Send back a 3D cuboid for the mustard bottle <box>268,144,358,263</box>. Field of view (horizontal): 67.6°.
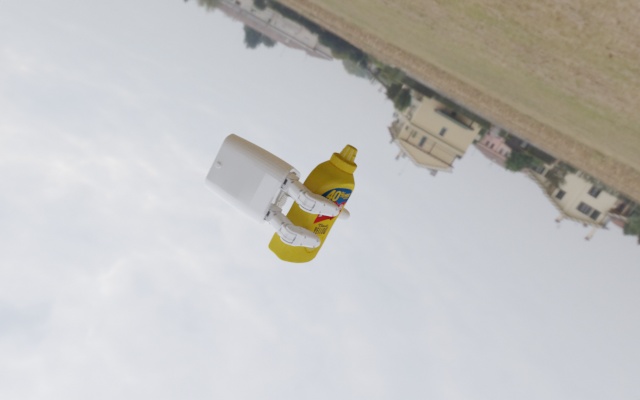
[{"bbox_3d":[0.000,0.003,0.712,0.058,0.192,0.096,40,19,31],"label":"mustard bottle"}]
